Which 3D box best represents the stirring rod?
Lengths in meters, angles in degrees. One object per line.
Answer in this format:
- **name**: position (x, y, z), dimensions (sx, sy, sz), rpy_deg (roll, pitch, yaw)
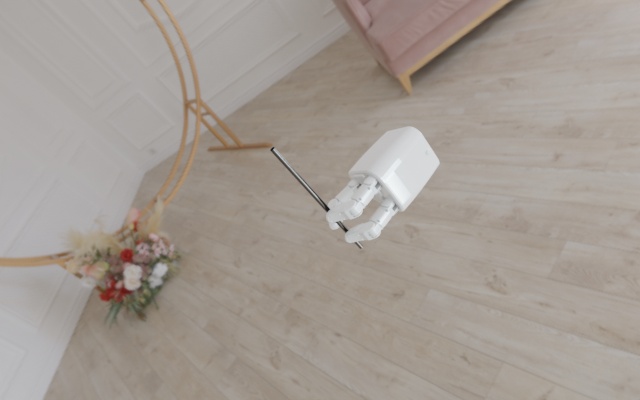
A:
- **stirring rod**: position (0.000, 0.002, 0.745), dimensions (0.011, 0.011, 0.240), rpy_deg (0, -39, 48)
